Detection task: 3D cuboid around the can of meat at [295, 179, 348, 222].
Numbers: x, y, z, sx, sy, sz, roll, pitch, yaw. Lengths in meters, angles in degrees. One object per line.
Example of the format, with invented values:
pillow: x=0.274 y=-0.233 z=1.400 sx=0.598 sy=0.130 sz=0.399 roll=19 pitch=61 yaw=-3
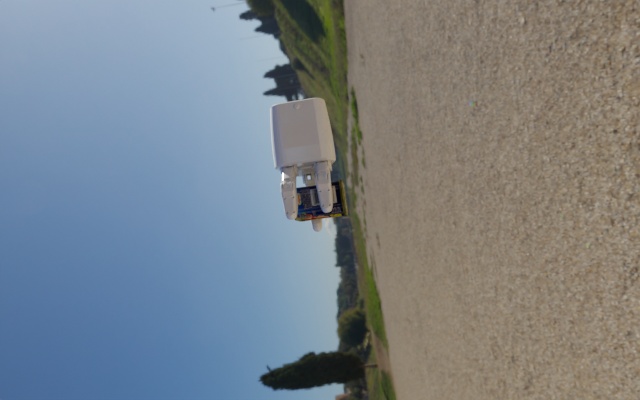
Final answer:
can of meat: x=0.000 y=0.003 z=0.776 sx=0.084 sy=0.057 sz=0.102 roll=-8 pitch=-5 yaw=3
